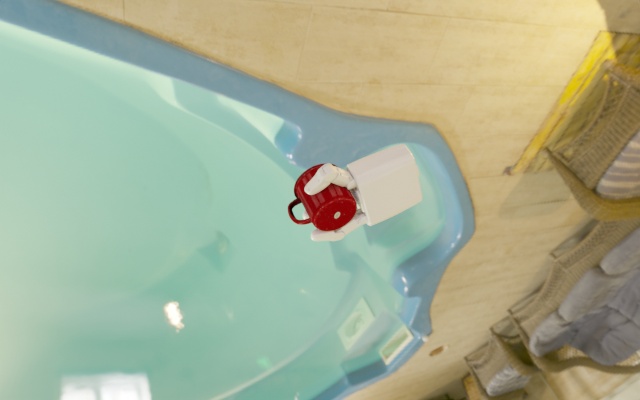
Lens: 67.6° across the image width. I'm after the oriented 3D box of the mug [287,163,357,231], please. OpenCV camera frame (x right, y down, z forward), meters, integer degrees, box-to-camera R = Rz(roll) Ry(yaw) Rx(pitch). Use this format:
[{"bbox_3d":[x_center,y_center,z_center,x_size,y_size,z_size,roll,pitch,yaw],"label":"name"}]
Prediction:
[{"bbox_3d":[-0.001,0.003,0.813,0.117,0.081,0.093,-25,-39,-5],"label":"mug"}]
